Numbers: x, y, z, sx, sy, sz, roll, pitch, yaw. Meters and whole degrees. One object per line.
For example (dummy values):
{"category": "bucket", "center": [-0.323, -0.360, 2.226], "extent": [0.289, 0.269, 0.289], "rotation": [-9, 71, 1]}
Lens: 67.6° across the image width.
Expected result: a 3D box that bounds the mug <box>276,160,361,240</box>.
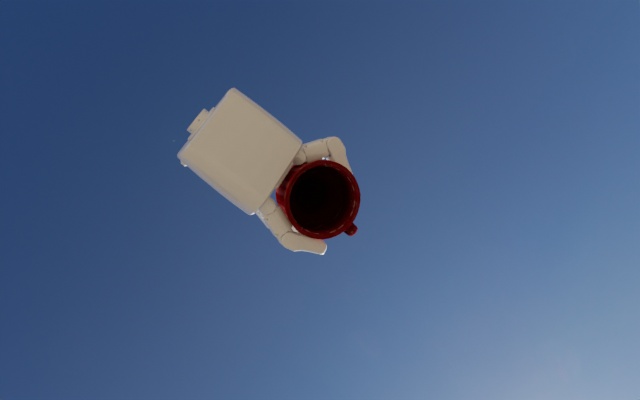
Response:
{"category": "mug", "center": [0.001, 0.003, 0.595], "extent": [0.117, 0.093, 0.081], "rotation": [40, -6, -19]}
